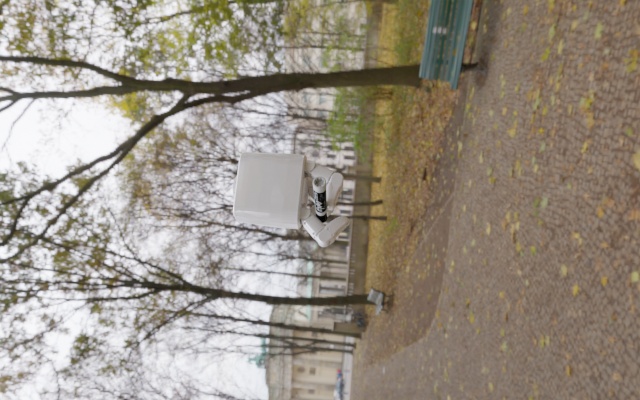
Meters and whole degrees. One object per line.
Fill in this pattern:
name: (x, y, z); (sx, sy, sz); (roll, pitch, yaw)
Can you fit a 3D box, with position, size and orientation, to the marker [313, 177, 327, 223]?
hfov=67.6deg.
marker: (0.000, 0.002, 0.710); (0.020, 0.020, 0.121); (0, -27, 2)
